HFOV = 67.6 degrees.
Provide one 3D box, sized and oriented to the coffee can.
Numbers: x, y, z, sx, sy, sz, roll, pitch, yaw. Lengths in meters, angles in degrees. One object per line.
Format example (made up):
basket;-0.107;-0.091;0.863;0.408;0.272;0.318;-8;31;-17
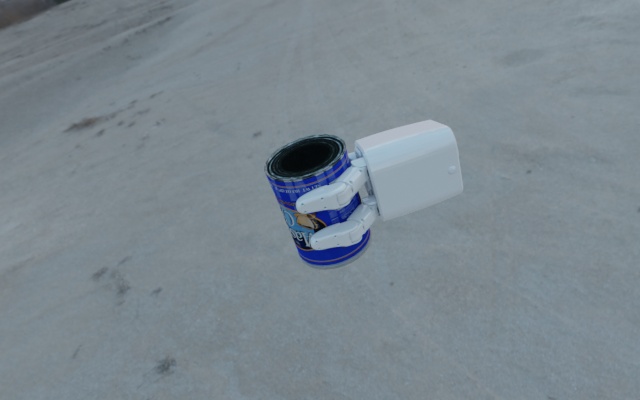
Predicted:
coffee can;0.000;0.002;0.608;0.103;0.140;0.102;-14;33;9
